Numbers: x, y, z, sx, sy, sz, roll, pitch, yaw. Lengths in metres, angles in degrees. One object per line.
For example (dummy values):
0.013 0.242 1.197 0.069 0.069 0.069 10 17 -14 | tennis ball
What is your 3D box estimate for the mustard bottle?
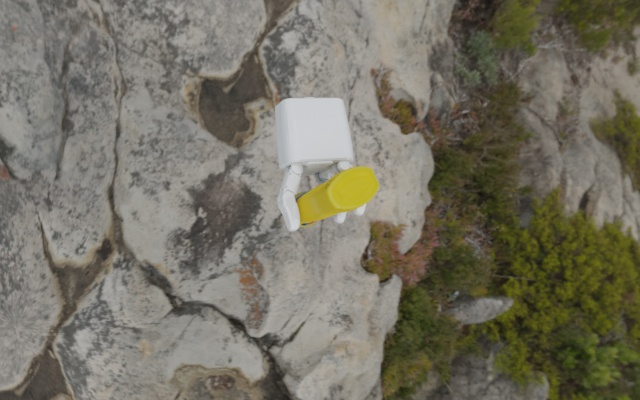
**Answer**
0.000 0.003 0.753 0.096 0.058 0.192 -29 3 -35 | mustard bottle
